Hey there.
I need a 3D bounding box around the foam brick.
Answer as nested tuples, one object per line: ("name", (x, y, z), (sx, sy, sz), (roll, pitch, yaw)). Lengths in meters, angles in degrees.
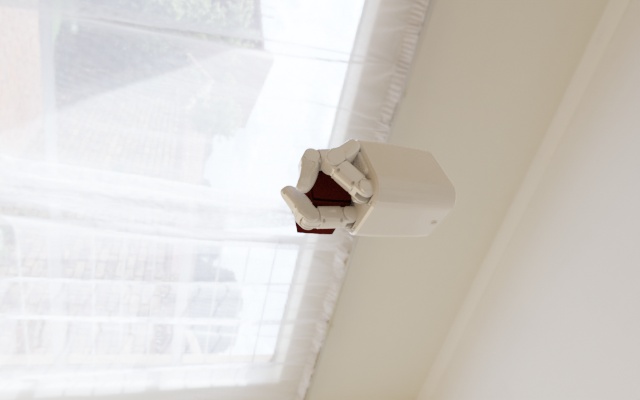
("foam brick", (0.000, 0.002, 0.609), (0.051, 0.053, 0.078), (4, -35, -18))
